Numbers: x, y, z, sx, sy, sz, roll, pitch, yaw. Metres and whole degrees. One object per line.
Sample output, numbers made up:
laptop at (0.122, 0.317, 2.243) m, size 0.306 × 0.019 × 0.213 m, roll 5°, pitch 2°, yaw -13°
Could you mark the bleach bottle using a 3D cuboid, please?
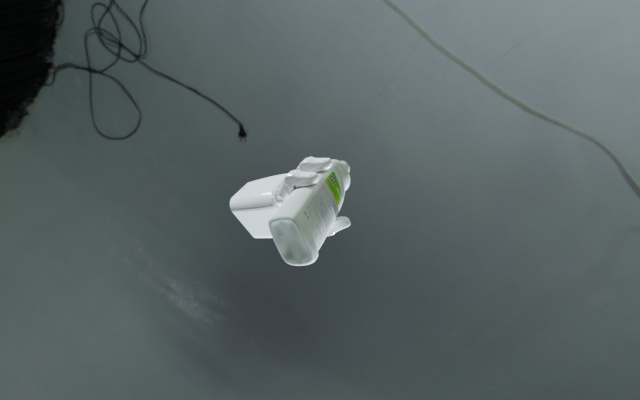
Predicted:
bleach bottle at (0.000, 0.003, 0.857) m, size 0.068 × 0.103 × 0.250 m, roll -9°, pitch 25°, yaw 31°
